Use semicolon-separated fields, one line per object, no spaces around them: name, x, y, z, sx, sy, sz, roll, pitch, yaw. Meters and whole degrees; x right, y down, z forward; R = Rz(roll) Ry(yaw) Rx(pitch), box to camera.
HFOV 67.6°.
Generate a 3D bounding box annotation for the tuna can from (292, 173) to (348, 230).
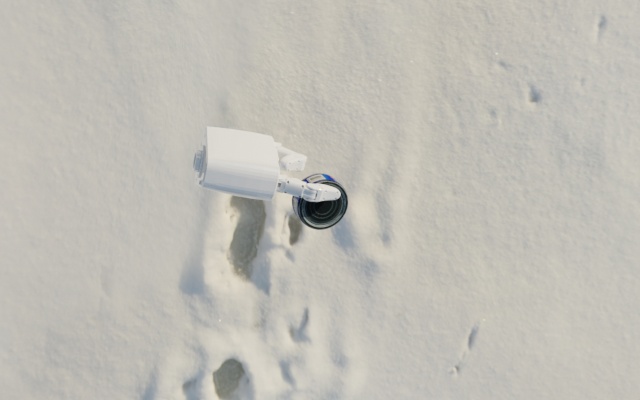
tuna can;0.000;0.003;0.755;0.086;0.086;0.033;0;21;-21
